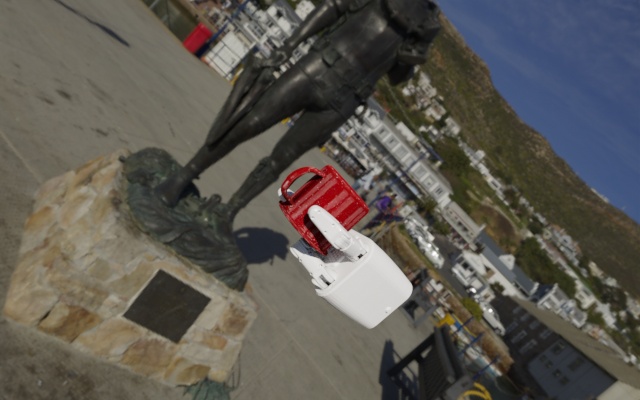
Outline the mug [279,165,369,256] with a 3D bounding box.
[{"bbox_3d":[-0.001,0.001,0.602,0.117,0.081,0.093,45,6,-32],"label":"mug"}]
